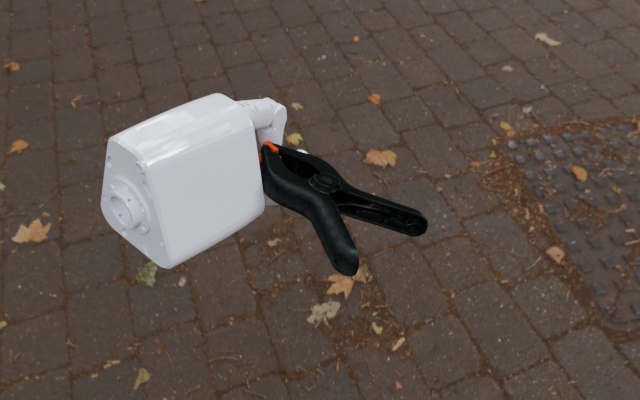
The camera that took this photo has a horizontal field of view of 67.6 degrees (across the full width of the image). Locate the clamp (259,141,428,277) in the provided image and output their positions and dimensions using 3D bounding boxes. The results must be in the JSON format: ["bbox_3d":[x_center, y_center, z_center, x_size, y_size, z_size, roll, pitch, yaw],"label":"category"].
[{"bbox_3d":[0.000,0.001,0.420,0.171,0.039,0.120,29,26,21],"label":"clamp"}]
